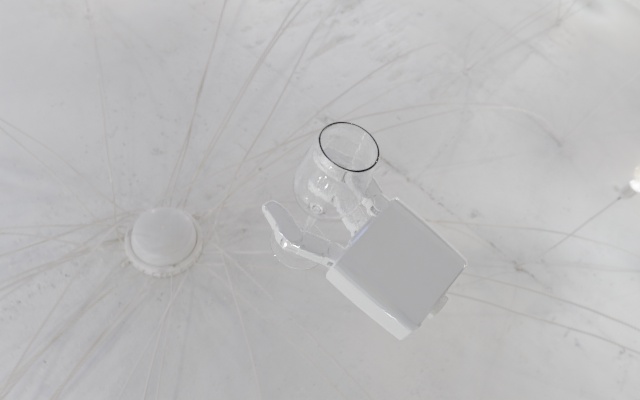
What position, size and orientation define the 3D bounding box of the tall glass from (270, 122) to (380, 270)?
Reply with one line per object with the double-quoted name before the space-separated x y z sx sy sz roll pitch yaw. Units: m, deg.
"tall glass" 0.000 0.002 0.533 0.079 0.079 0.201 0 -33 -19
